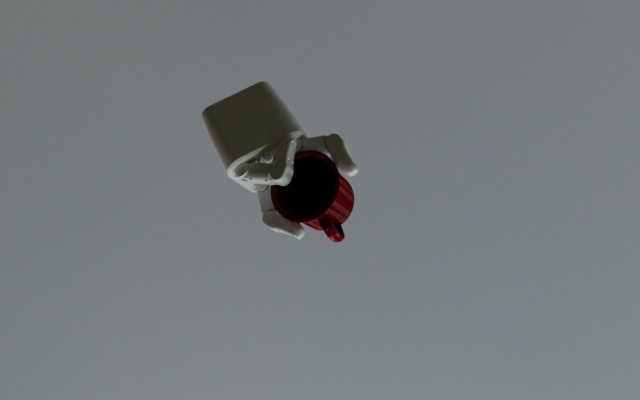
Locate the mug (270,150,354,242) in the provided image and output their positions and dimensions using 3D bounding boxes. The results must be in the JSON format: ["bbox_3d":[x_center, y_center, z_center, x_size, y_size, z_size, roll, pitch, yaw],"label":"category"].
[{"bbox_3d":[0.001,0.003,0.613,0.093,0.117,0.081,-34,-25,10],"label":"mug"}]
